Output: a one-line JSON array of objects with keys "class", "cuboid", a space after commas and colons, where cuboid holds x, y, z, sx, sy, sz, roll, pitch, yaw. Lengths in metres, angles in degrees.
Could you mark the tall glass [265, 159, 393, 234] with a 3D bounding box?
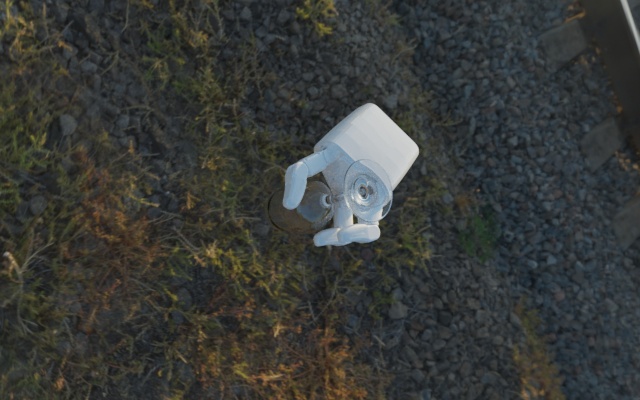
[{"class": "tall glass", "cuboid": [0.000, 0.002, 0.632, 0.079, 0.079, 0.201, 0, -8, -35]}]
